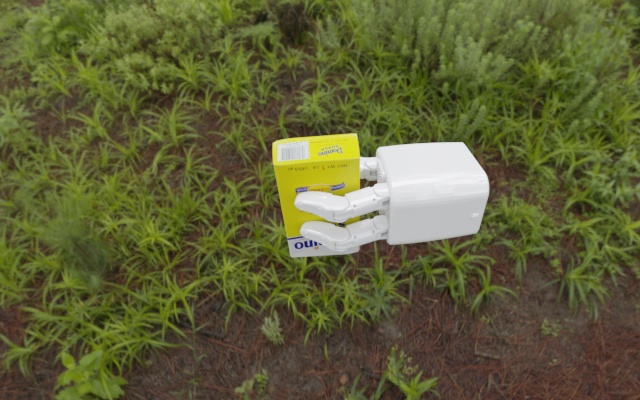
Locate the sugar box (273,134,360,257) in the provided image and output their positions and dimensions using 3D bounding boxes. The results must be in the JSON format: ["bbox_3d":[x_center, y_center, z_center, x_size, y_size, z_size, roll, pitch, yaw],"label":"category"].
[{"bbox_3d":[0.000,0.002,0.568,0.093,0.048,0.176,-4,-42,2],"label":"sugar box"}]
